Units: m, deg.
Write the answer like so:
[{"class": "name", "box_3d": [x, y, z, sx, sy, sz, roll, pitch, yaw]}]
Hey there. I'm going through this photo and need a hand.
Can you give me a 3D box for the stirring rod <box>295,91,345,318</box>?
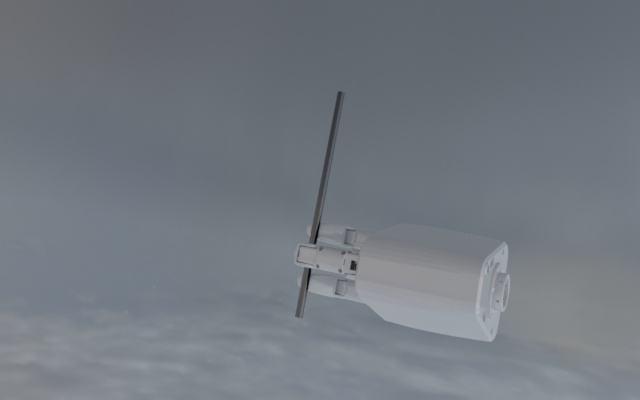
[{"class": "stirring rod", "box_3d": [0.000, 0.002, 0.500, 0.011, 0.239, 0.011, 11, -6, 1]}]
